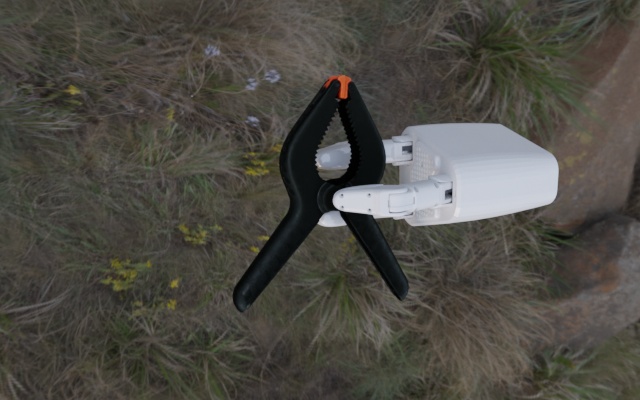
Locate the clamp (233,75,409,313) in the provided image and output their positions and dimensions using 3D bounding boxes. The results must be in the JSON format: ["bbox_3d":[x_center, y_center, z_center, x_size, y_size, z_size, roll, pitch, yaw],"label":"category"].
[{"bbox_3d":[0.001,0.001,0.411,0.164,0.210,0.036,-7,14,-18],"label":"clamp"}]
